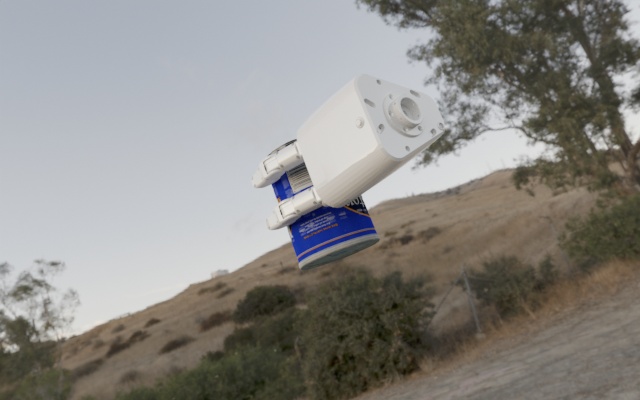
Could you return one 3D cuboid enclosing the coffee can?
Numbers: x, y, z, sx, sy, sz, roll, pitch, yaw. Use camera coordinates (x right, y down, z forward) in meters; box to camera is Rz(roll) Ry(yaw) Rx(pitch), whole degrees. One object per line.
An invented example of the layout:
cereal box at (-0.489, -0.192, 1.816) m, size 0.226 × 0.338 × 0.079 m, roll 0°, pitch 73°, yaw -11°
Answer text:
coffee can at (0.000, 0.002, 0.589) m, size 0.103 × 0.140 × 0.103 m, roll -20°, pitch -13°, yaw -5°
